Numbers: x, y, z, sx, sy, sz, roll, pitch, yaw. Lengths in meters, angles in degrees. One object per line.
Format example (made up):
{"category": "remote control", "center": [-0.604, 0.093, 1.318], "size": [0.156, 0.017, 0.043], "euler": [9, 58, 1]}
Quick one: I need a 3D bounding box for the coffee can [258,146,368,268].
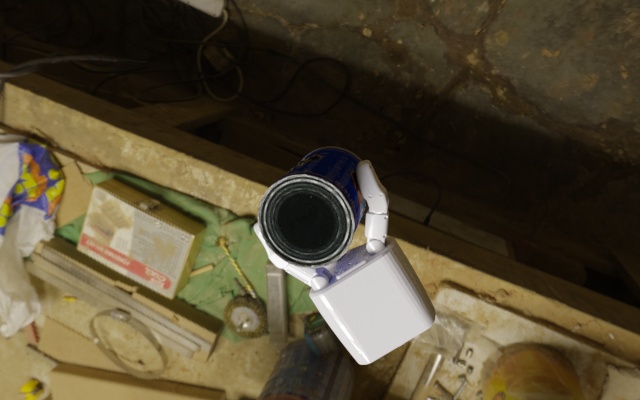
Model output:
{"category": "coffee can", "center": [0.000, 0.002, 0.549], "size": [0.103, 0.103, 0.140], "euler": [0, 18, 14]}
